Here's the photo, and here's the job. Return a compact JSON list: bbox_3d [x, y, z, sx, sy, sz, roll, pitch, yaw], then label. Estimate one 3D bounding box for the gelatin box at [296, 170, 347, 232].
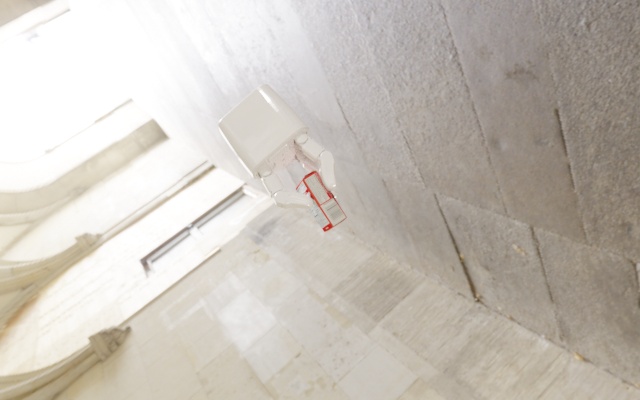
[{"bbox_3d":[0.000,0.003,0.750,0.030,0.089,0.073,-32,-4,-14],"label":"gelatin box"}]
